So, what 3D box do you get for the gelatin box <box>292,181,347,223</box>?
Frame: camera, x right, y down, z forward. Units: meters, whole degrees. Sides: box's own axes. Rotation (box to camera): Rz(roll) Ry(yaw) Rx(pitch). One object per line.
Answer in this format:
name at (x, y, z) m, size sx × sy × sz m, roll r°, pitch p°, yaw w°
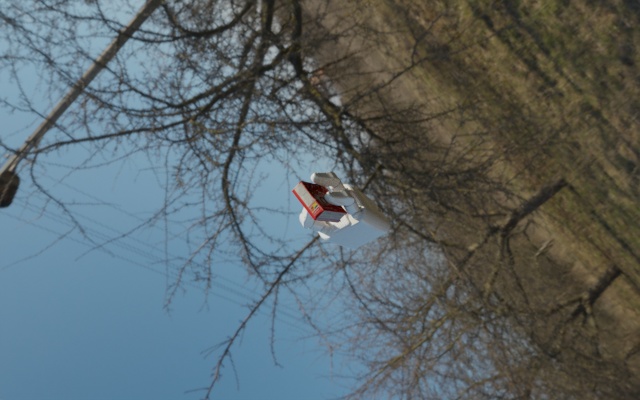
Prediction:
gelatin box at (0.000, 0.003, 0.866) m, size 0.030 × 0.073 × 0.089 m, roll -47°, pitch -26°, yaw 19°
